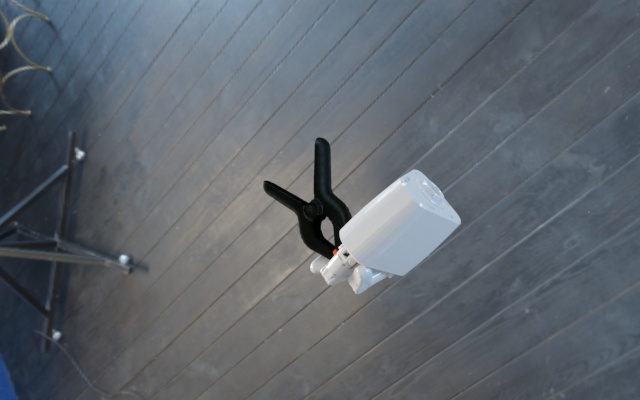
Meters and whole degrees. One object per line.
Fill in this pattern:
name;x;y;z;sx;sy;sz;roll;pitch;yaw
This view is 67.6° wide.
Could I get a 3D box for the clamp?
clamp;0.000;0.002;0.648;0.120;0.171;0.039;-47;-22;27
